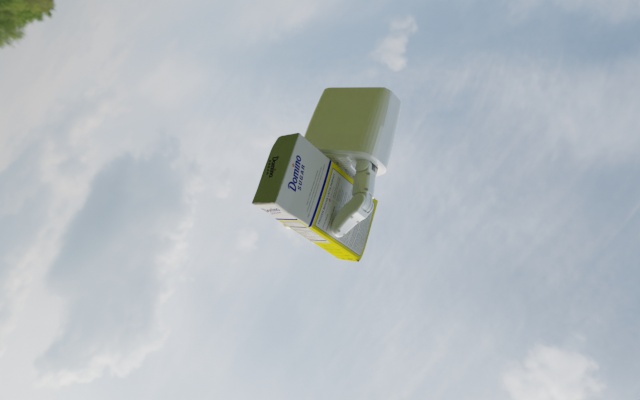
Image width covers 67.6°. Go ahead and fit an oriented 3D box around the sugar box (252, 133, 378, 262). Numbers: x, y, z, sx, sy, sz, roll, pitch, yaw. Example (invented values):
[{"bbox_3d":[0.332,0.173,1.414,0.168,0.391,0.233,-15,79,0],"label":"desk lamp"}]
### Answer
[{"bbox_3d":[0.000,0.002,0.596,0.048,0.093,0.176,-3,-29,43],"label":"sugar box"}]
